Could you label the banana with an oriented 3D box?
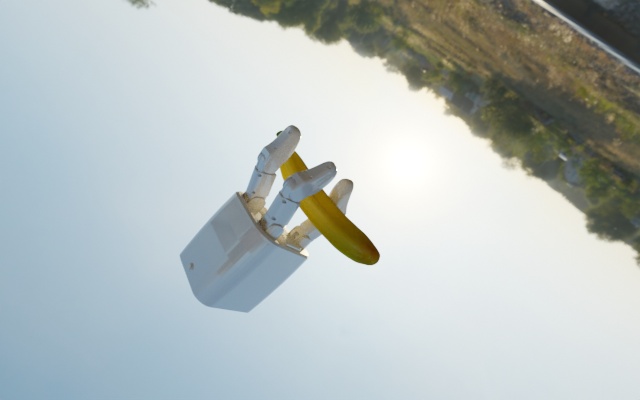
[{"bbox_3d":[0.001,0.008,0.541,0.037,0.197,0.070,-35,-27,-8],"label":"banana"}]
